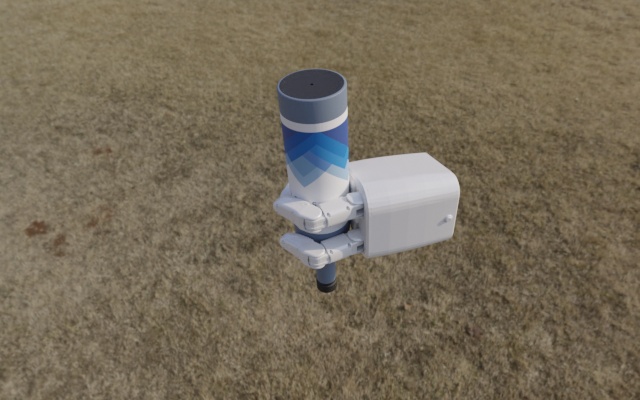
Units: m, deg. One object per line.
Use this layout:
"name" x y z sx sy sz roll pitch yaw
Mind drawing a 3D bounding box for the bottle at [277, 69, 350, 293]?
"bottle" 0.000 0.002 0.546 0.069 0.296 0.069 -3 40 2
